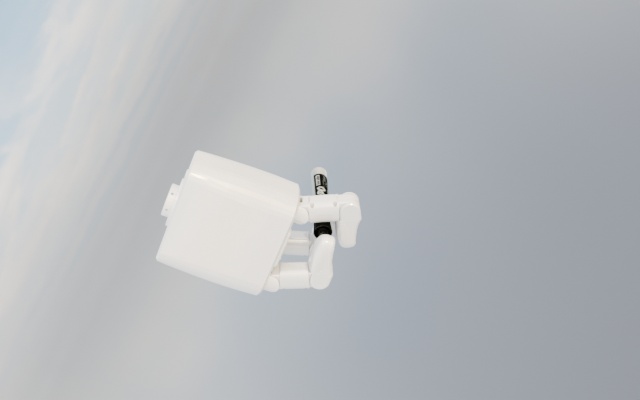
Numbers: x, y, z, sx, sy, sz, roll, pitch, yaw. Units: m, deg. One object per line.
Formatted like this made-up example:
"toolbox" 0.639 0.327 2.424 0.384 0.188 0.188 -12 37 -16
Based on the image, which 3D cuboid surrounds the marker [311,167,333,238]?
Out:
"marker" 0.000 0.002 0.511 0.020 0.020 0.121 0 34 -3
